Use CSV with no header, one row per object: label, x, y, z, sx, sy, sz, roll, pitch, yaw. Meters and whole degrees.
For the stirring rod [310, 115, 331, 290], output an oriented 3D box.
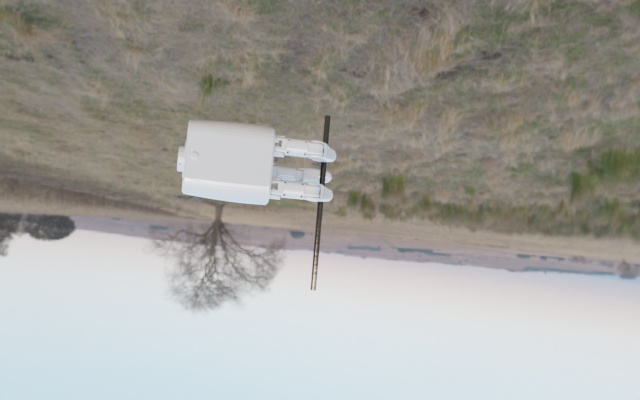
stirring rod,0.000,0.002,0.657,0.011,0.239,0.011,5,-3,0
